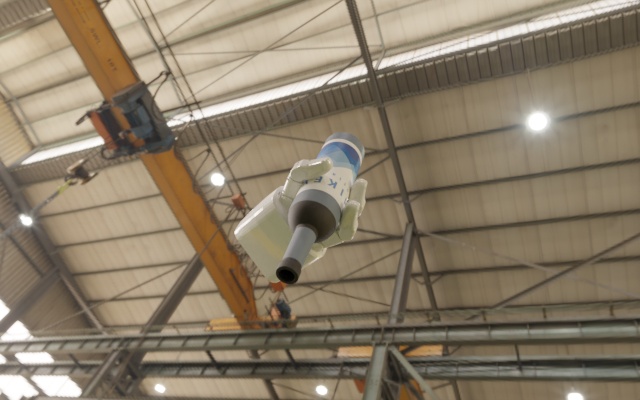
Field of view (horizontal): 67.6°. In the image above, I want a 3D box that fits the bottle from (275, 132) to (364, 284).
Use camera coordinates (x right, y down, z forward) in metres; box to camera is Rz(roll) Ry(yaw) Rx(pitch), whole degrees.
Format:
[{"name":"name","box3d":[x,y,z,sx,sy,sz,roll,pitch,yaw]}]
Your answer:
[{"name":"bottle","box3d":[0.000,0.002,0.652,0.069,0.069,0.295,0,34,18]}]
